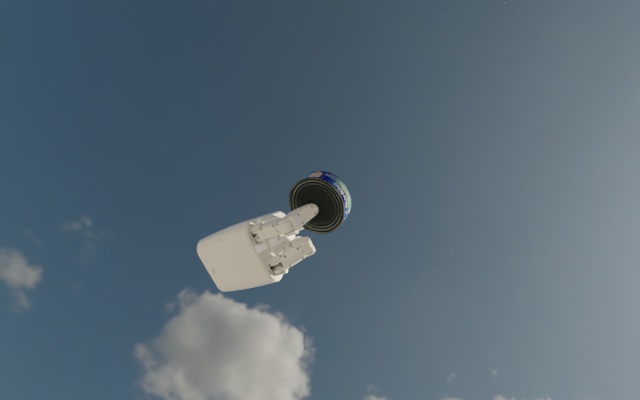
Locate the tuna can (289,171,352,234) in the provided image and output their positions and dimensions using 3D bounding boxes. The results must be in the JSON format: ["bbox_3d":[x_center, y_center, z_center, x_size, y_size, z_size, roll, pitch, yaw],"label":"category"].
[{"bbox_3d":[0.000,0.002,0.677,0.086,0.086,0.033,0,23,27],"label":"tuna can"}]
